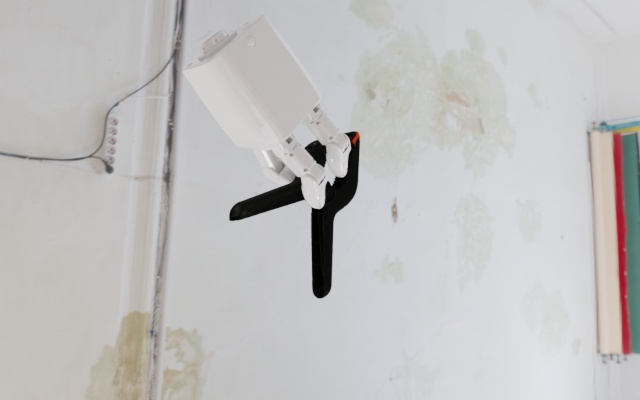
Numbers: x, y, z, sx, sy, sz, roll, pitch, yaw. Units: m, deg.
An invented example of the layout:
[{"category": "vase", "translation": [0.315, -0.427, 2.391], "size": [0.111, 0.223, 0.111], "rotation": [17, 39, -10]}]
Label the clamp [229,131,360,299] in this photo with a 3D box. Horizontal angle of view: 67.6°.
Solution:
[{"category": "clamp", "translation": [0.000, 0.001, 0.584], "size": [0.036, 0.165, 0.210], "rotation": [-3, 41, 46]}]
